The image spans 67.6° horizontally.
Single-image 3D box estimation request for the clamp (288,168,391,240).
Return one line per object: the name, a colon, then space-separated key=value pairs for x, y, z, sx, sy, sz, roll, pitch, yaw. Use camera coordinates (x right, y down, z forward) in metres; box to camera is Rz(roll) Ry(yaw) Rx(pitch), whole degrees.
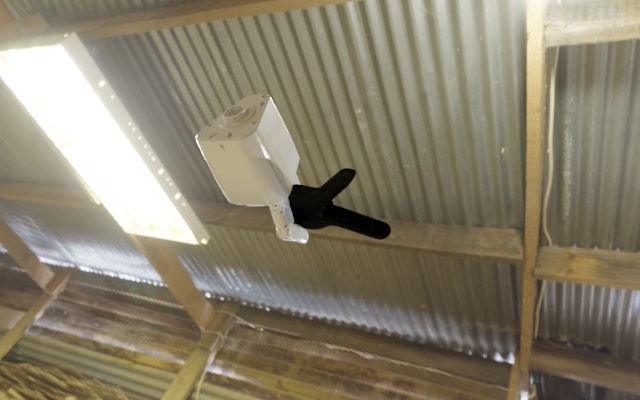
clamp: x=0.000 y=0.002 z=0.631 sx=0.171 sy=0.120 sz=0.039 roll=3 pitch=44 yaw=30
